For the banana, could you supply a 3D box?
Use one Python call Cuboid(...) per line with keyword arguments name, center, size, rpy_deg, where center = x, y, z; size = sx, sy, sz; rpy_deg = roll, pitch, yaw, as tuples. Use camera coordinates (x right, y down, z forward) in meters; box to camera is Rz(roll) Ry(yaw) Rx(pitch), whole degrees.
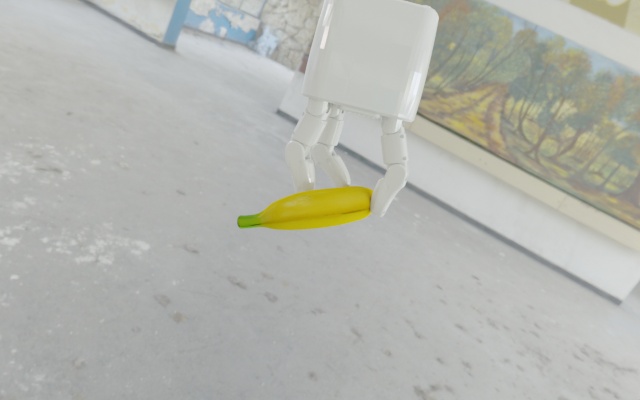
Cuboid(name="banana", center=(0.012, 0.004, 0.491), size=(0.069, 0.037, 0.198), rpy_deg=(8, 9, 41))
